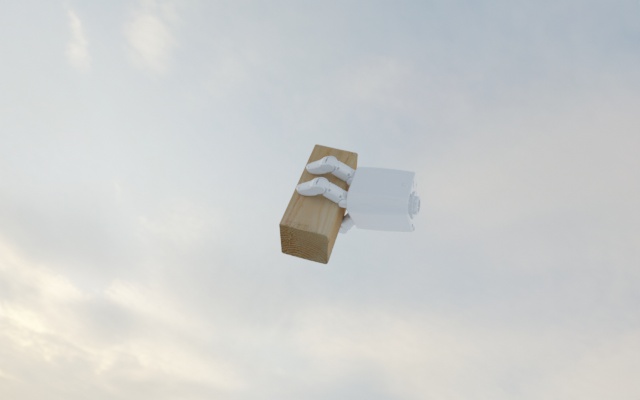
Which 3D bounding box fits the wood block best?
[{"bbox_3d":[0.001,0.003,0.892,0.090,0.206,0.091,13,-39,11],"label":"wood block"}]
